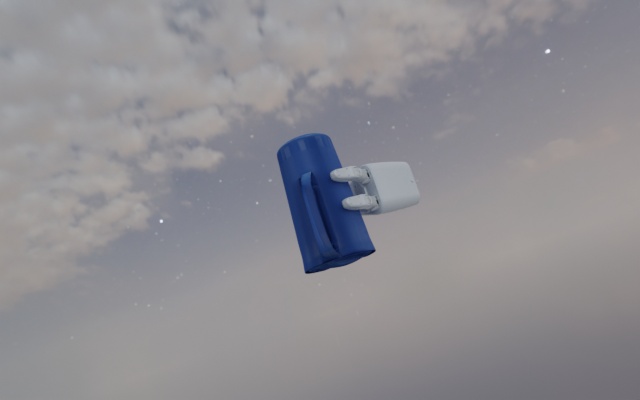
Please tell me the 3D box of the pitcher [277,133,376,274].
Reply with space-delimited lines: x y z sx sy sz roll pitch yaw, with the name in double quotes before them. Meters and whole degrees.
"pitcher" 0.000 0.003 0.868 0.145 0.242 0.149 -9 -16 -33
